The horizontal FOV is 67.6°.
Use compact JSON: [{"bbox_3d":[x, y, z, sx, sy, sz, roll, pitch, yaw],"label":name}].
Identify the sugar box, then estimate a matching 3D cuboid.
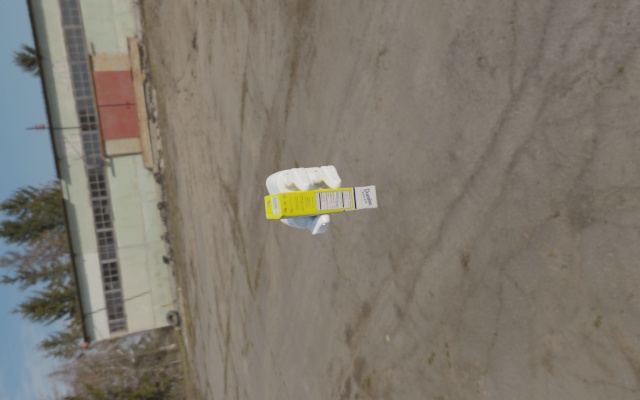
[{"bbox_3d":[0.000,0.002,0.829,0.176,0.048,0.093,-8,0,-20],"label":"sugar box"}]
